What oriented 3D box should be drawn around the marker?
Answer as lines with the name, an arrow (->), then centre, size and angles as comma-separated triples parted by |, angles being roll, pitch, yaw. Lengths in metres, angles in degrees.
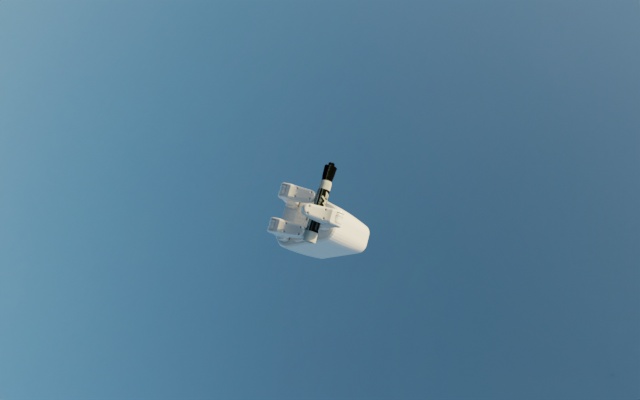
marker -> 0.000, 0.002, 0.690 | 0.020, 0.121, 0.020 | 16, -11, 3
